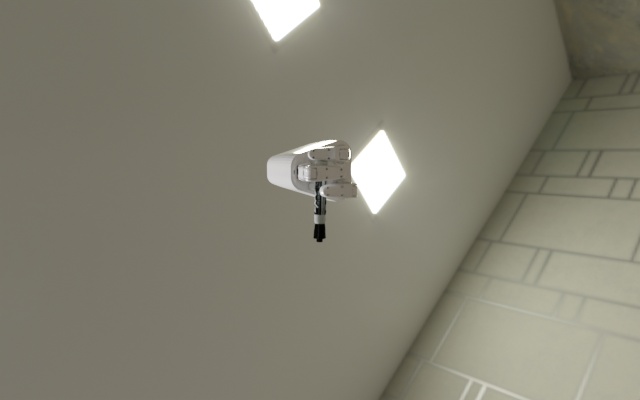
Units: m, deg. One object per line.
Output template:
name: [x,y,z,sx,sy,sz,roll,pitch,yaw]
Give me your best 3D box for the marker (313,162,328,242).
marker: [0.000,0.002,0.715,0.020,0.121,0.020,1,5,0]
